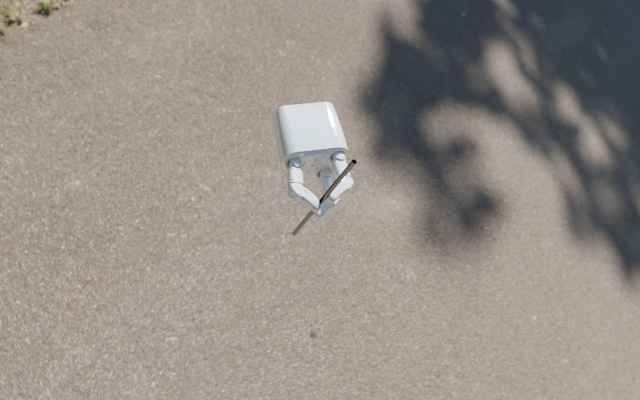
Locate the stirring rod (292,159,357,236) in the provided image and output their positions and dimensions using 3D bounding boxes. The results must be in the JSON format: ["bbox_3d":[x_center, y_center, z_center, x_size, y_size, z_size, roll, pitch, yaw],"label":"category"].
[{"bbox_3d":[0.000,0.003,0.778,0.011,0.011,0.240,0,-29,-27],"label":"stirring rod"}]
